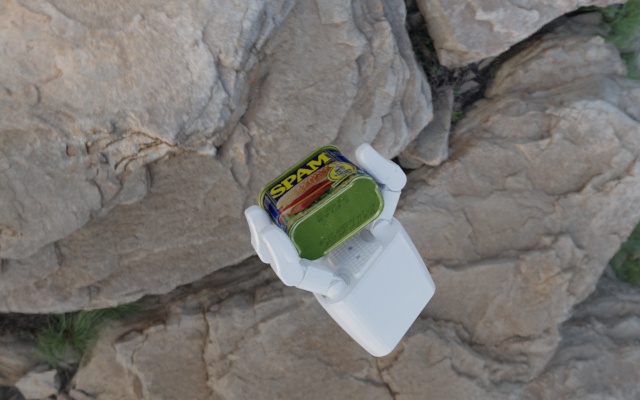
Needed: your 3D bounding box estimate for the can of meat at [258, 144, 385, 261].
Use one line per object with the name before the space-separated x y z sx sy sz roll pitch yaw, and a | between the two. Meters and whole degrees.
can of meat | 0.000 0.002 0.464 0.102 0.057 0.084 -36 34 -5
